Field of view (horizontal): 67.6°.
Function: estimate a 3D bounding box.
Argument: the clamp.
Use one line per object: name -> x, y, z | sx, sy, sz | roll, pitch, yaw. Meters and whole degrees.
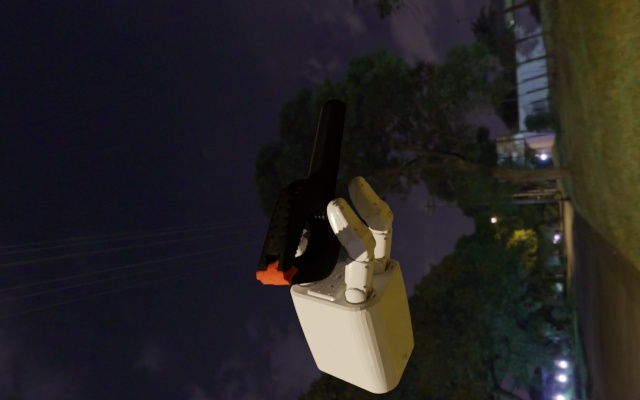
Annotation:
clamp -> -0.001, 0.002, 0.456 | 0.036, 0.164, 0.210 | -6, 20, 30
